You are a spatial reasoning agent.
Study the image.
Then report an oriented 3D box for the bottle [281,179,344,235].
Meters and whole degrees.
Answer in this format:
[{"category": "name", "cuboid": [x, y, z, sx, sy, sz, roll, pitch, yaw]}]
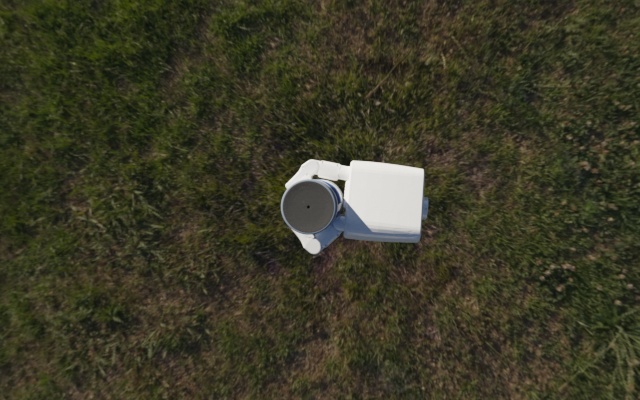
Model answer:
[{"category": "bottle", "cuboid": [0.000, 0.002, 0.713, 0.069, 0.069, 0.295, 0, 2, 6]}]
